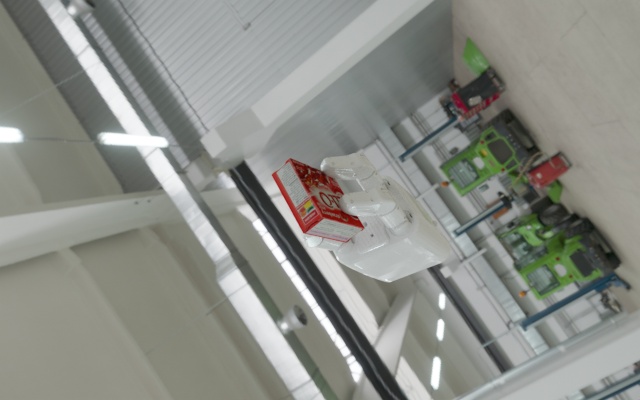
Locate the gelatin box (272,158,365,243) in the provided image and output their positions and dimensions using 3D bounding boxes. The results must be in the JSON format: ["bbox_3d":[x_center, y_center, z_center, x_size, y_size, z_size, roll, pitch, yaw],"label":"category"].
[{"bbox_3d":[0.000,0.002,0.483,0.030,0.073,0.089,-40,-28,20],"label":"gelatin box"}]
